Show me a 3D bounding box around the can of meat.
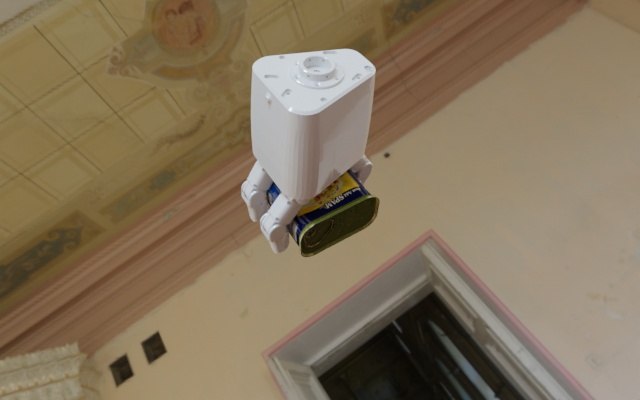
[{"bbox_3d":[0.000,0.002,0.538,0.102,0.084,0.057,-26,-34,-20],"label":"can of meat"}]
